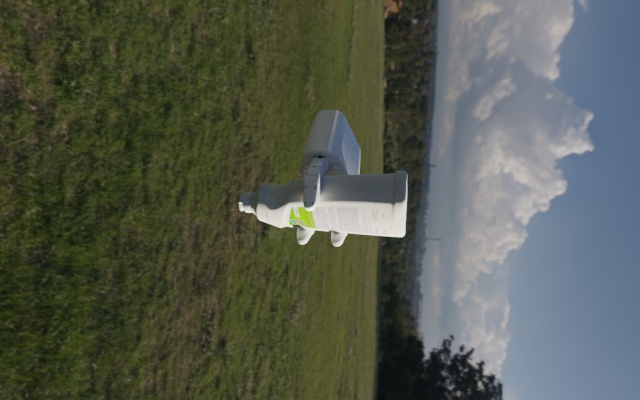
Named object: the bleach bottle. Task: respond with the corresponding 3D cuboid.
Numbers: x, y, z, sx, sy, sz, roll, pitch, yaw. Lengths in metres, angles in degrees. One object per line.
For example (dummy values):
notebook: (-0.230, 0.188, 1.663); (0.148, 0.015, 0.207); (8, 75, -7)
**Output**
bleach bottle: (0.000, 0.002, 0.708); (0.251, 0.068, 0.103); (3, -41, 11)
